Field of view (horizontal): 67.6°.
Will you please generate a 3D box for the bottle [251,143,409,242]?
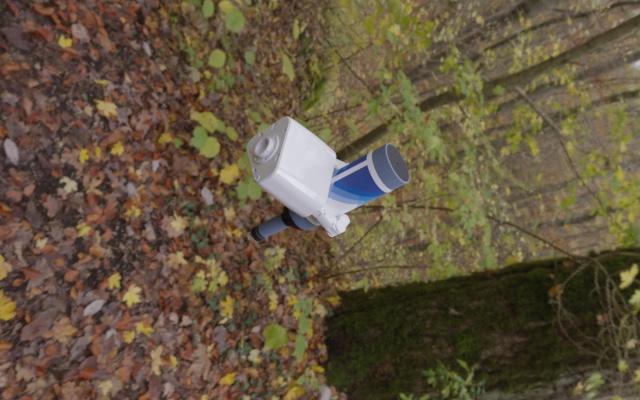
[{"bbox_3d":[0.000,0.002,0.778,0.296,0.069,0.069,-27,-14,29],"label":"bottle"}]
